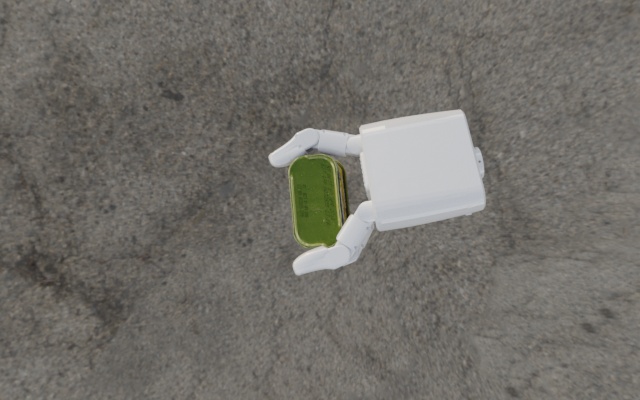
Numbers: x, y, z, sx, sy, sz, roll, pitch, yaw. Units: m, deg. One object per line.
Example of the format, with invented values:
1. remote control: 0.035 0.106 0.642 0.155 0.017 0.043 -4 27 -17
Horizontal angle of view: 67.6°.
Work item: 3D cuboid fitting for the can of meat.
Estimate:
1. can of meat: 0.000 0.002 0.523 0.057 0.102 0.084 -6 -2 7
